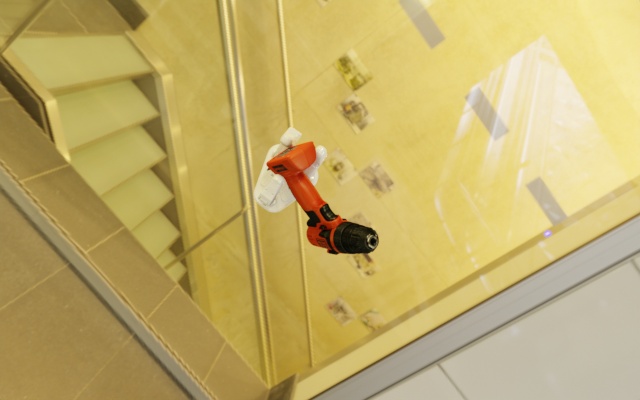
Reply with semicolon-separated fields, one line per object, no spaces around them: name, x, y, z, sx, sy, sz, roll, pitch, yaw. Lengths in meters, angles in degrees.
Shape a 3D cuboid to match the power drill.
power drill;0.000;0.002;0.749;0.057;0.188;0.184;-35;16;-25
